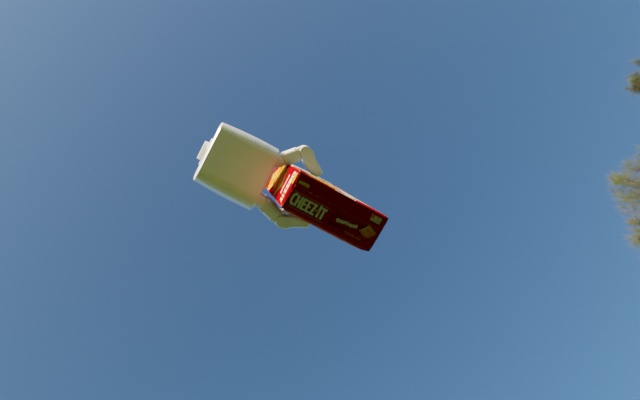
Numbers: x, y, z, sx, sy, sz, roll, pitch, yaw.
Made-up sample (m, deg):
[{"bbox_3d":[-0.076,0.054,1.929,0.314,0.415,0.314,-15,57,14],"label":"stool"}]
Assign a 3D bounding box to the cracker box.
[{"bbox_3d":[0.000,0.003,0.826,0.164,0.072,0.213,27,3,-15],"label":"cracker box"}]
